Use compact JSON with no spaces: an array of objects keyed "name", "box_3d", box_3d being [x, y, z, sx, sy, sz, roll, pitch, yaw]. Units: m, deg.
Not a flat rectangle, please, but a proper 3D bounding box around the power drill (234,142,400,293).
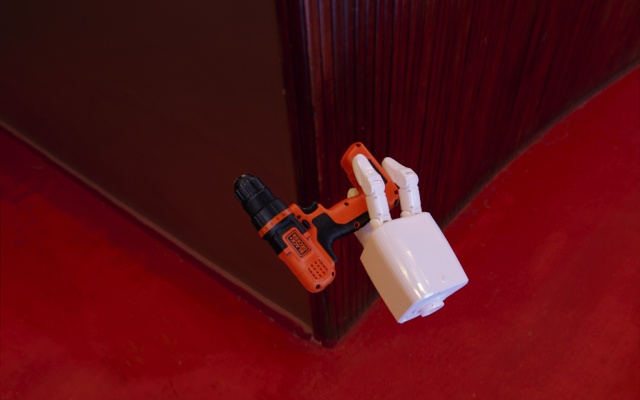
[{"name":"power drill","box_3d":[0.001,0.002,0.651,0.187,0.184,0.057,-37,-2,-18]}]
